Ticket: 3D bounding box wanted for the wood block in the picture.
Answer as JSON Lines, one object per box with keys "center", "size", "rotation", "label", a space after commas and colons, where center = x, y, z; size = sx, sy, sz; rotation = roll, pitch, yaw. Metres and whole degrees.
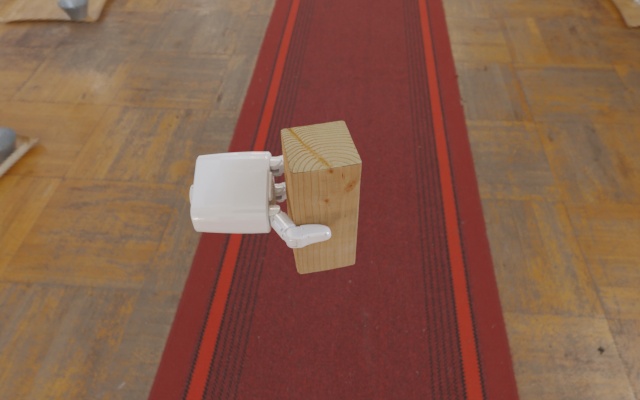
{"center": [0.000, 0.002, 0.677], "size": [0.090, 0.090, 0.206], "rotation": [-9, -43, -8], "label": "wood block"}
